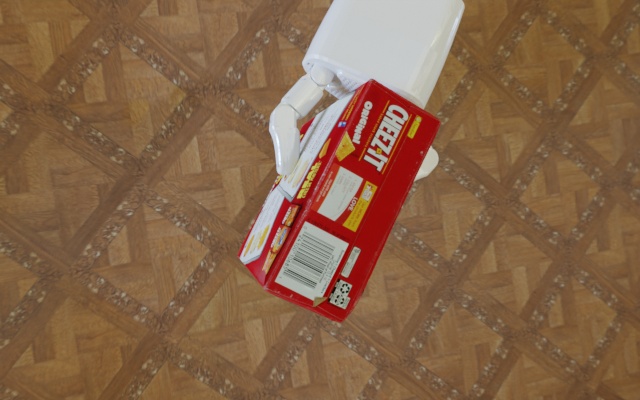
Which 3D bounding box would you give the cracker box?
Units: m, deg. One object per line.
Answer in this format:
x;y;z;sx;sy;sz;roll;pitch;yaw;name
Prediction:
0.000;0.001;0.427;0.072;0.164;0.213;28;-7;-12;cracker box
